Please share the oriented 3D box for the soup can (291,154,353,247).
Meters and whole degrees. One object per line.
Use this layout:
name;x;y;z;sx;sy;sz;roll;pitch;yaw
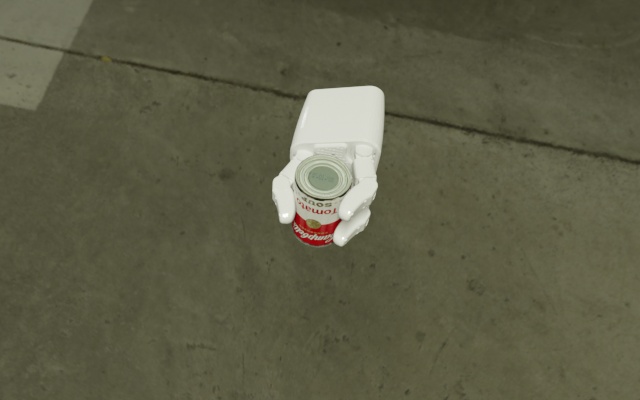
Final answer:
soup can;0.000;0.002;0.578;0.068;0.068;0.102;0;-36;-6
